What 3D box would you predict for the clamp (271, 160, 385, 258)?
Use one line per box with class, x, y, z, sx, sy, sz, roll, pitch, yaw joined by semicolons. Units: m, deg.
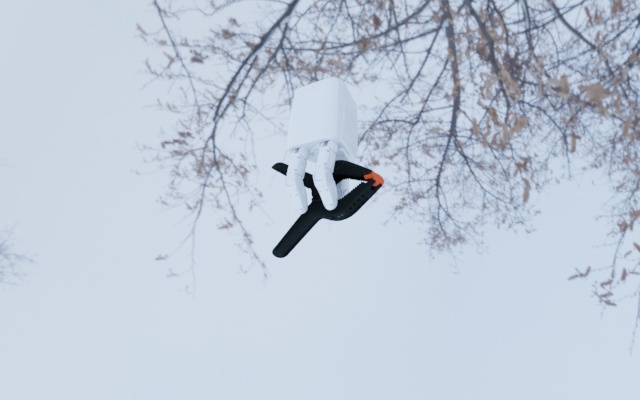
clamp;0.001;0.002;0.736;0.210;0.164;0.036;-9;-20;36
